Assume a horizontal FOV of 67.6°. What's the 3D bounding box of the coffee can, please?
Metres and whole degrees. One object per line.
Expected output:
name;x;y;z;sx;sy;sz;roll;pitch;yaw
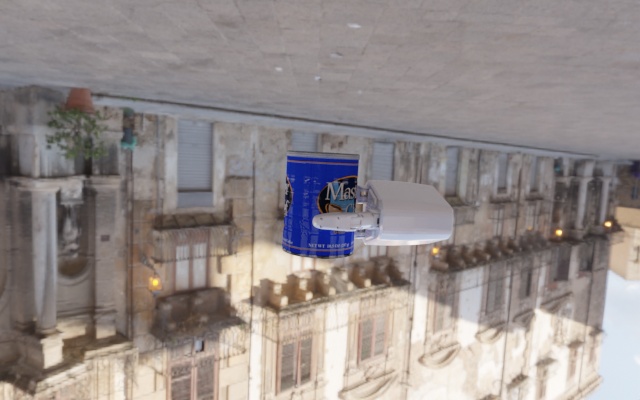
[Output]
coffee can;0.000;0.002;0.674;0.103;0.140;0.103;3;6;0
